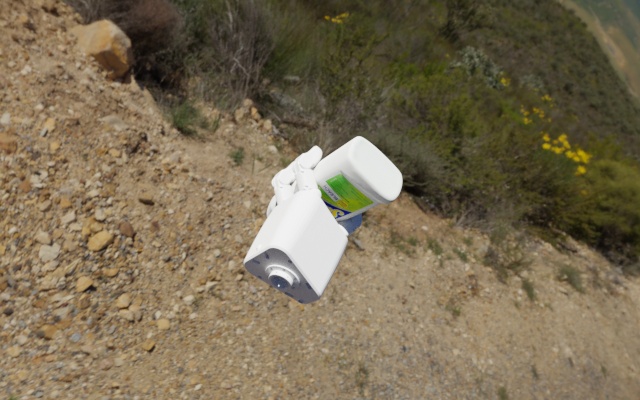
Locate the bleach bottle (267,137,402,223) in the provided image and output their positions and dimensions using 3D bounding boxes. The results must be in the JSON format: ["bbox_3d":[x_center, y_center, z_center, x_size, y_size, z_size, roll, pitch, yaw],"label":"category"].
[{"bbox_3d":[0.000,0.002,0.733,0.102,0.068,0.251,42,-44,-16],"label":"bleach bottle"}]
